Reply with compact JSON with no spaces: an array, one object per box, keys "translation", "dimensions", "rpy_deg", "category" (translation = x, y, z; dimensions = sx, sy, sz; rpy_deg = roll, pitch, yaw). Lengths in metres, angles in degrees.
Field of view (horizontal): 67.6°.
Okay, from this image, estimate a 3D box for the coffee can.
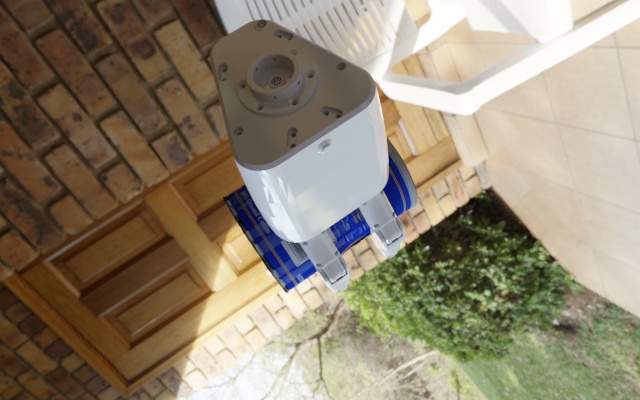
[{"translation":[0.000,0.001,0.430],"dimensions":[0.140,0.103,0.103],"rpy_deg":[-34,4,-7],"category":"coffee can"}]
